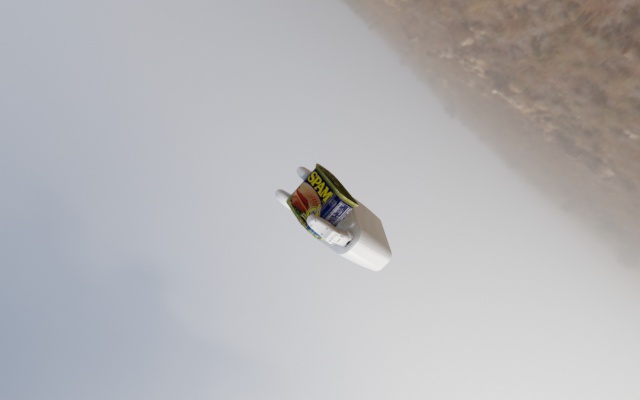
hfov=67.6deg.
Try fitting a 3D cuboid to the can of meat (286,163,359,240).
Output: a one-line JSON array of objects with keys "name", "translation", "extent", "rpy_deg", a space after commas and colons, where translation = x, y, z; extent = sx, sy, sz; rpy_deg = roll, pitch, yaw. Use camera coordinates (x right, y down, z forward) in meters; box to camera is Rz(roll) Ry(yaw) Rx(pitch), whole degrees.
[{"name": "can of meat", "translation": [0.000, 0.003, 0.784], "extent": [0.057, 0.084, 0.102], "rpy_deg": [31, 16, -44]}]
